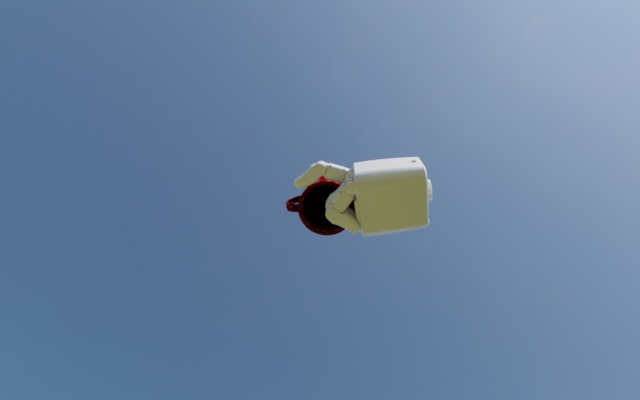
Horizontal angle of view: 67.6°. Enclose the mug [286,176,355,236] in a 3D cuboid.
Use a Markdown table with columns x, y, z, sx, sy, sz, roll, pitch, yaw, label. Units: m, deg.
| x | y | z | sx | sy | sz | roll | pitch | yaw | label |
| --- | --- | --- | --- | --- | --- | --- | --- | --- | --- |
| -0.001 | 0.003 | 0.807 | 0.117 | 0.093 | 0.081 | -7 | 18 | 6 | mug |
